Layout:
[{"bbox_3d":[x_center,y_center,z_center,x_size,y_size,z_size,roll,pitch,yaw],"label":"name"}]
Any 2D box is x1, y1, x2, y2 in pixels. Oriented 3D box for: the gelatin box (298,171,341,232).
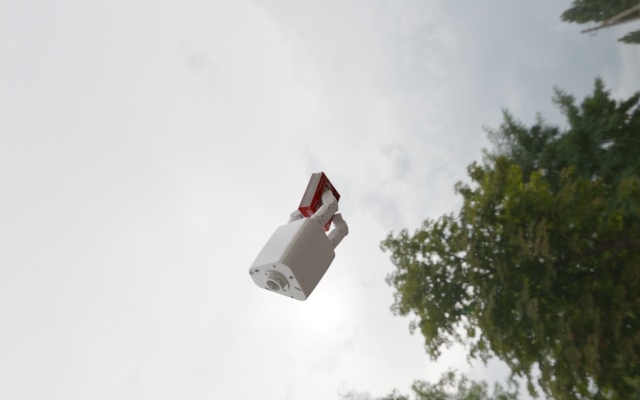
[{"bbox_3d":[0.000,0.003,0.891,0.030,0.089,0.073,-7,-42,33],"label":"gelatin box"}]
